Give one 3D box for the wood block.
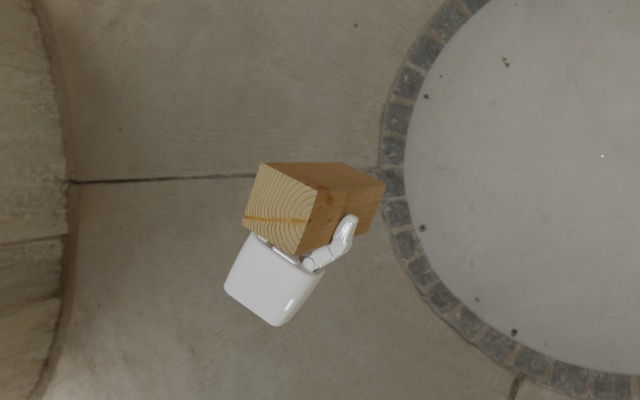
[{"bbox_3d":[0.000,0.003,0.668,0.091,0.090,0.206,29,18,25],"label":"wood block"}]
